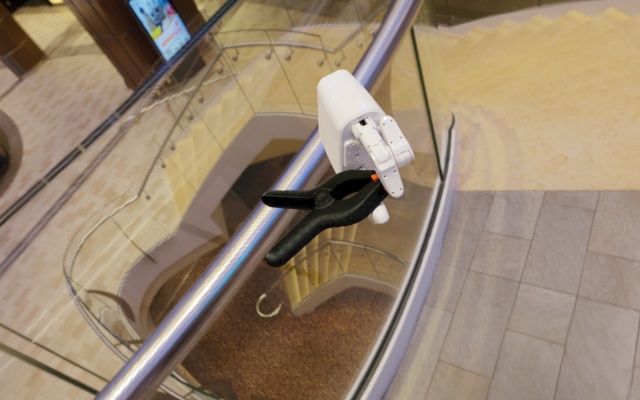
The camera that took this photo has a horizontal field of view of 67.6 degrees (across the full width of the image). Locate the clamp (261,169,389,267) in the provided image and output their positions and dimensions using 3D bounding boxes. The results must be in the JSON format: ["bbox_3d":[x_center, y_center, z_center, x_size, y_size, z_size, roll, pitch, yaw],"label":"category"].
[{"bbox_3d":[0.000,0.002,0.582,0.171,0.120,0.039,-26,-42,1],"label":"clamp"}]
